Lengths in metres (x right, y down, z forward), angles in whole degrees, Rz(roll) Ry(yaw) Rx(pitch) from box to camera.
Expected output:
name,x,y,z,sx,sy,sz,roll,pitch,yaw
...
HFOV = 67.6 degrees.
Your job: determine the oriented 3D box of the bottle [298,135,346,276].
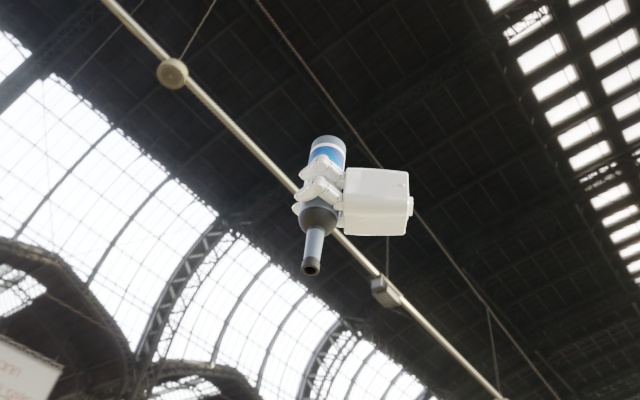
name,x,y,z,sx,sy,sz,roll,pitch,yaw
bottle,0.000,0.003,0.818,0.069,0.069,0.295,0,44,9
